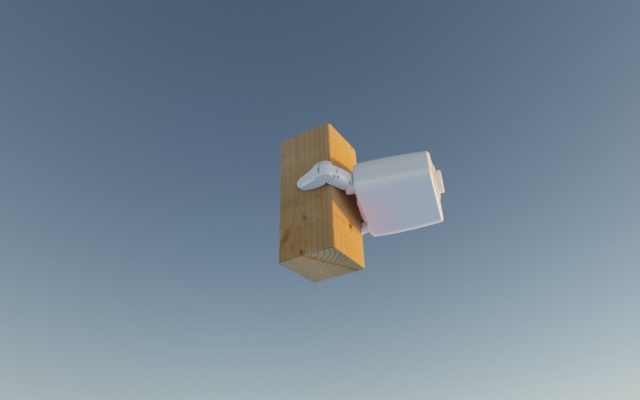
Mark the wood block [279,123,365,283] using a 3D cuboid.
[{"bbox_3d":[0.000,0.002,0.708,0.090,0.206,0.091,-19,-36,26],"label":"wood block"}]
